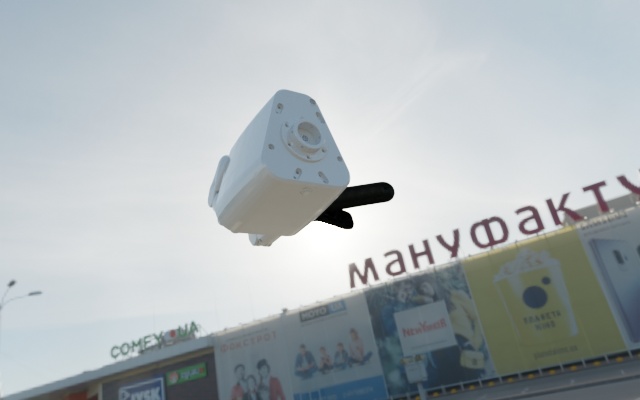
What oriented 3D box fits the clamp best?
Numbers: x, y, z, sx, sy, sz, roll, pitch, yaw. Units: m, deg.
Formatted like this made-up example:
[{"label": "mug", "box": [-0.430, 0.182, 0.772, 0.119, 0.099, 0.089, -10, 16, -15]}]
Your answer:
[{"label": "clamp", "box": [0.000, 0.001, 0.570, 0.171, 0.039, 0.120, 5, -30, -33]}]
